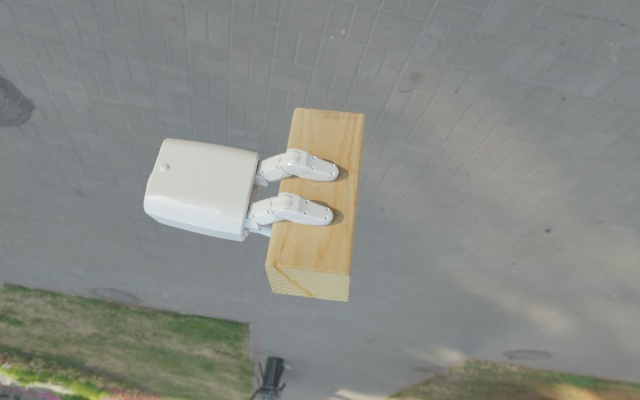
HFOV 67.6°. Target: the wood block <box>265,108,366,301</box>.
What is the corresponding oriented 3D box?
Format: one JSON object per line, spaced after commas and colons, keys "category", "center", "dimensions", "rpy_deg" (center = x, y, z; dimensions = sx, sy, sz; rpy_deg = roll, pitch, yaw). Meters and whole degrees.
{"category": "wood block", "center": [0.000, 0.002, 0.564], "dimensions": [0.090, 0.206, 0.091], "rpy_deg": [6, -29, 4]}
